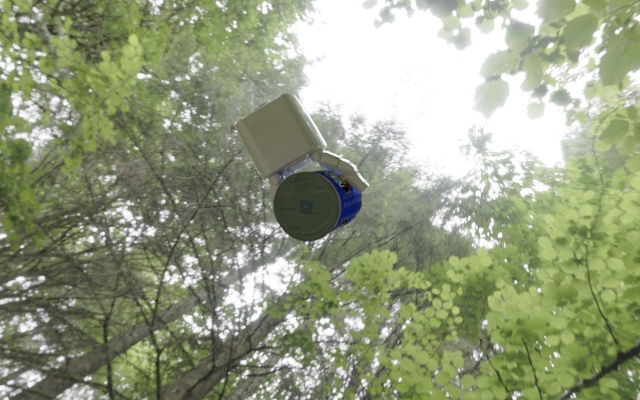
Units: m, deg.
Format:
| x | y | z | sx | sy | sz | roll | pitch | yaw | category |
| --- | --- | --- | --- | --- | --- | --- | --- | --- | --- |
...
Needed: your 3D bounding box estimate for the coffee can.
| x | y | z | sx | sy | sz | roll | pitch | yaw | category |
| --- | --- | --- | --- | --- | --- | --- | --- | --- | --- |
| 0.000 | 0.003 | 0.758 | 0.103 | 0.103 | 0.140 | 0 | 6 | 18 | coffee can |
